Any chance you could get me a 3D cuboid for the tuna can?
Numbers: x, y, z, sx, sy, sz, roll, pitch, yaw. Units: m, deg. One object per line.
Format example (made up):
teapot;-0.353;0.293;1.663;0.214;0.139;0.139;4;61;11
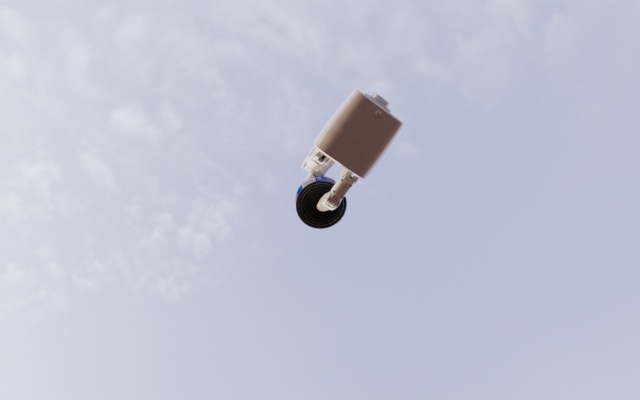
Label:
tuna can;0.000;0.003;0.809;0.086;0.086;0.033;0;20;-6
